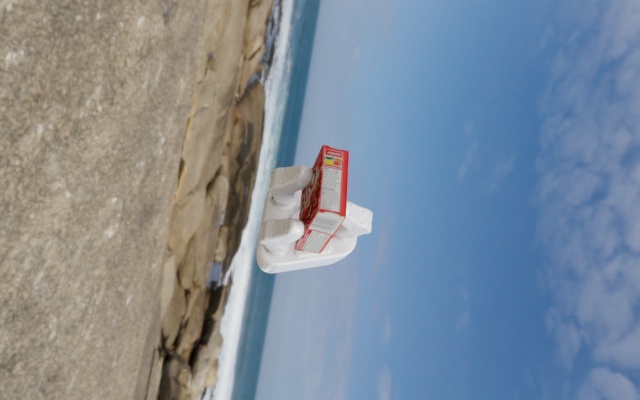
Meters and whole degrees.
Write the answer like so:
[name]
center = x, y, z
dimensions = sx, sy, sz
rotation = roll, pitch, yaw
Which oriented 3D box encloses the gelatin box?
[gelatin box]
center = 0.001, 0.001, 0.466
dimensions = 0.030, 0.073, 0.089
rotation = 12, -31, -11
